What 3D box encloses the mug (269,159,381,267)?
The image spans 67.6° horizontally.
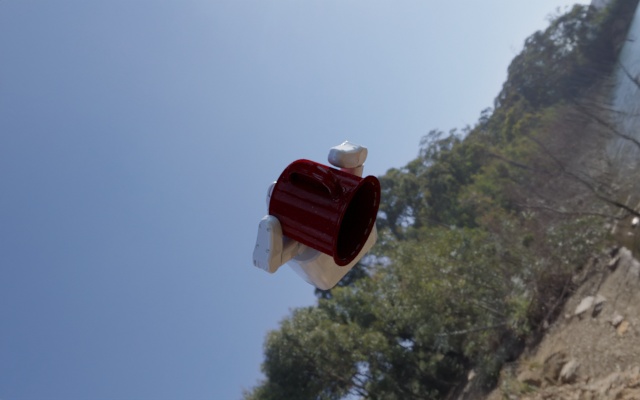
[{"bbox_3d":[0.000,0.001,0.463,0.081,0.093,0.117,21,-22,25],"label":"mug"}]
